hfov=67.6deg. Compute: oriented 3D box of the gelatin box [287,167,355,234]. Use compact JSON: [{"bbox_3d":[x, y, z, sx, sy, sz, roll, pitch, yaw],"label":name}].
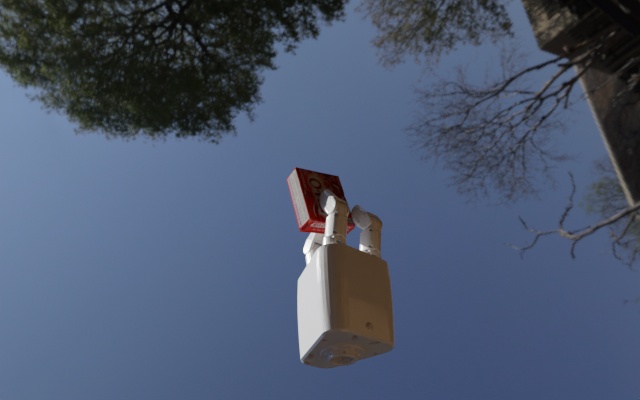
[{"bbox_3d":[0.000,0.002,0.640,0.073,0.089,0.030,9,-41,-34],"label":"gelatin box"}]
